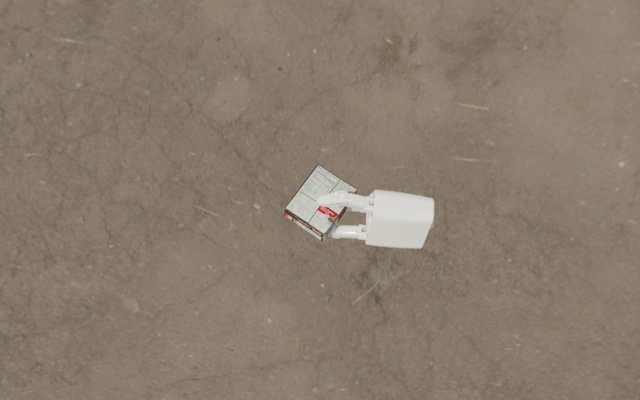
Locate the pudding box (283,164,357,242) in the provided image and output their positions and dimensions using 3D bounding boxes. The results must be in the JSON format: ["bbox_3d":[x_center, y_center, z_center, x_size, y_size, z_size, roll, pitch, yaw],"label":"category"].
[{"bbox_3d":[0.000,0.003,0.867,0.090,0.113,0.039,33,-21,9],"label":"pudding box"}]
